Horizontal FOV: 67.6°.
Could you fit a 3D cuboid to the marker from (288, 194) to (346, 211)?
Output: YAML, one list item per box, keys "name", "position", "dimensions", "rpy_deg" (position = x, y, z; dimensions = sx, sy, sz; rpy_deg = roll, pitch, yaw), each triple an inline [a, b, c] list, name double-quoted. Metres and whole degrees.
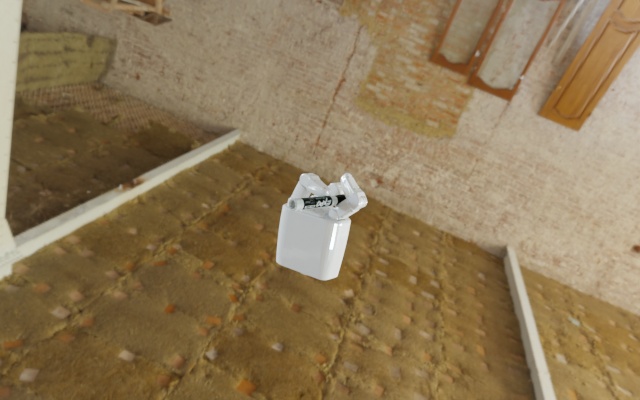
- name: "marker"
  position: [0.000, 0.002, 0.747]
  dimensions: [0.020, 0.020, 0.121]
  rpy_deg: [0, 4, 43]
